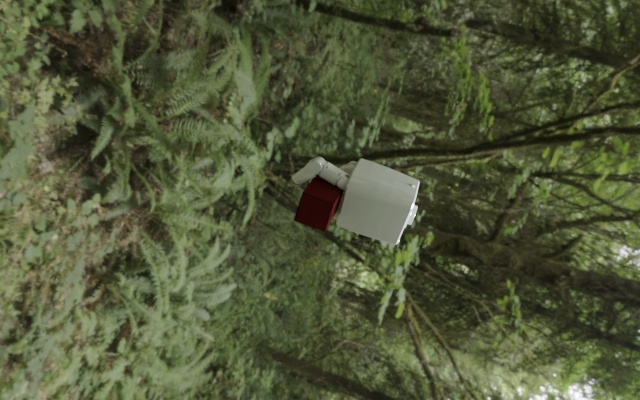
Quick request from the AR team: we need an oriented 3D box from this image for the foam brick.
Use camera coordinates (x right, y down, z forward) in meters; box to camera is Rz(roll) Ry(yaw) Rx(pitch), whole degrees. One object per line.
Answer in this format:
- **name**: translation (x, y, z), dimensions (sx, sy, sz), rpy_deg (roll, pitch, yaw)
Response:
- **foam brick**: translation (0.000, 0.003, 0.741), dimensions (0.051, 0.053, 0.078), rpy_deg (22, 30, 6)
